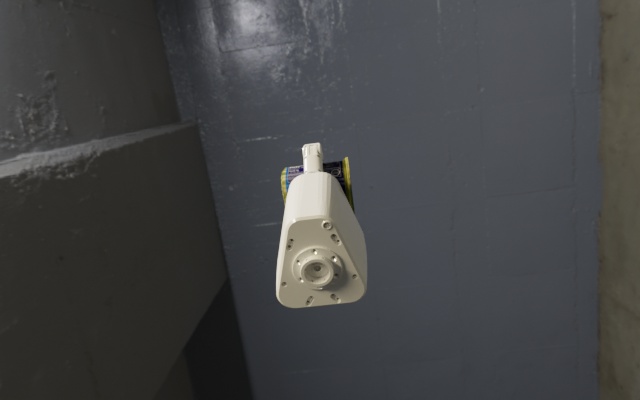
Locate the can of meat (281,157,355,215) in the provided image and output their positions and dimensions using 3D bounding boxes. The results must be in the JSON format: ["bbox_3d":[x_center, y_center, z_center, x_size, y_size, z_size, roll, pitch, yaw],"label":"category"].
[{"bbox_3d":[0.000,0.002,0.608,0.084,0.102,0.057,-7,28,4],"label":"can of meat"}]
